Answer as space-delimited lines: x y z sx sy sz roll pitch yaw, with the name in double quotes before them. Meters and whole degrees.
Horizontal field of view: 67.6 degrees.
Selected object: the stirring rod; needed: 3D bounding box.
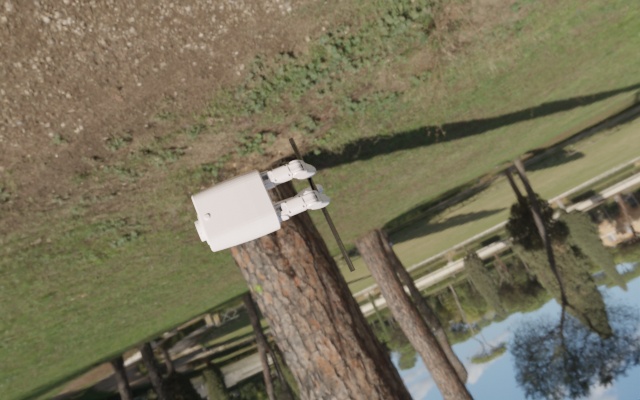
"stirring rod" 0.000 0.002 0.759 0.011 0.239 0.011 -23 -16 -7
